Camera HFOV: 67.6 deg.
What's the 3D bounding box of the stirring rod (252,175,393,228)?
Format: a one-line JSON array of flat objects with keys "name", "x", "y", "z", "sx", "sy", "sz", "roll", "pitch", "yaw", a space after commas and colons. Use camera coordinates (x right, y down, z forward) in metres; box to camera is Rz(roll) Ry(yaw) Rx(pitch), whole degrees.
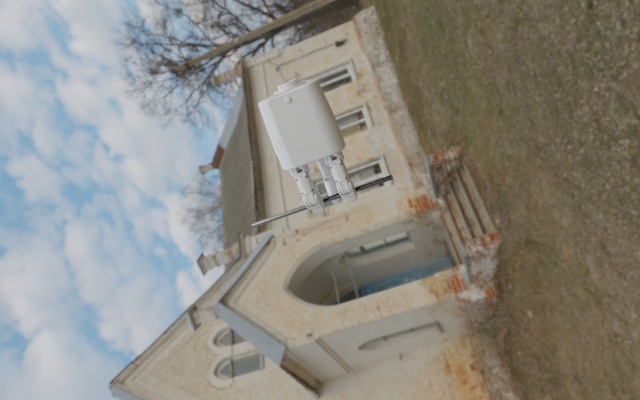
[{"name": "stirring rod", "x": 0.000, "y": 0.002, "z": 0.761, "sx": 0.239, "sy": 0.011, "sz": 0.011, "roll": -19, "pitch": -4, "yaw": 11}]
